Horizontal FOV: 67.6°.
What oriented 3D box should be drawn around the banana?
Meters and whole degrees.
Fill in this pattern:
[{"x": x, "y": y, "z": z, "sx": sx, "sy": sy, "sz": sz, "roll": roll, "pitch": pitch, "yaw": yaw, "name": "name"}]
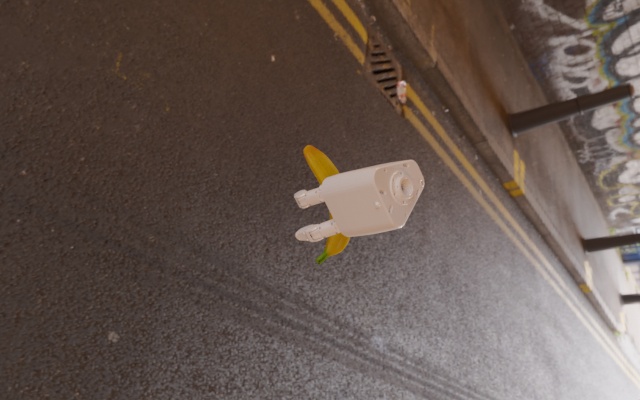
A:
[{"x": 0.017, "y": 0.004, "z": 0.792, "sx": 0.069, "sy": 0.198, "sz": 0.037, "roll": -8, "pitch": 1, "yaw": -27, "name": "banana"}]
